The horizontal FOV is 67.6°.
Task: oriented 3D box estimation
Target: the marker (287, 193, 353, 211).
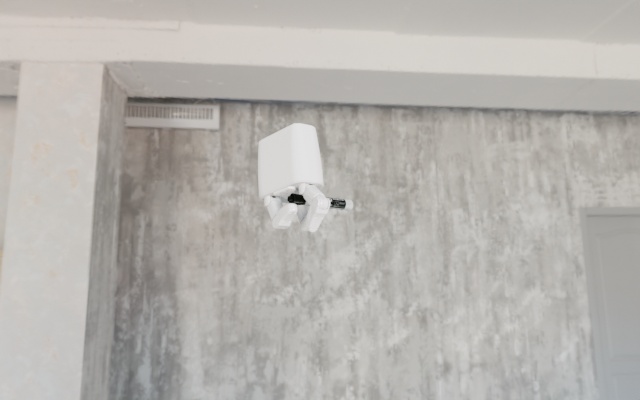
[{"bbox_3d":[0.000,0.003,0.783,0.121,0.020,0.020,6,-3,-33],"label":"marker"}]
